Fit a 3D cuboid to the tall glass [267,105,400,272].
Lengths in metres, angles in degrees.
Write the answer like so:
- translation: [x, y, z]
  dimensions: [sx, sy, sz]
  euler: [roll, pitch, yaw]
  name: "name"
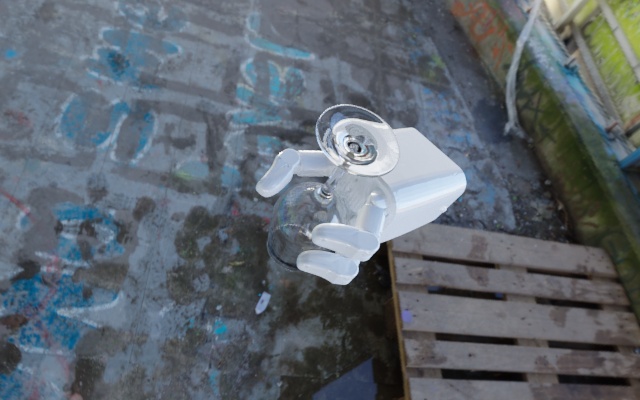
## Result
- translation: [0.000, 0.001, 0.467]
  dimensions: [0.079, 0.079, 0.201]
  euler: [0, -31, -22]
  name: "tall glass"
